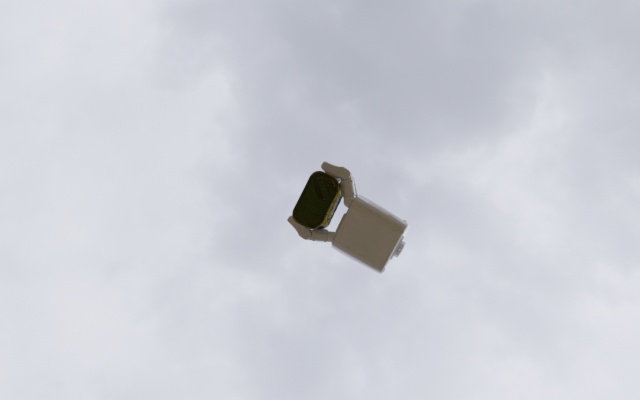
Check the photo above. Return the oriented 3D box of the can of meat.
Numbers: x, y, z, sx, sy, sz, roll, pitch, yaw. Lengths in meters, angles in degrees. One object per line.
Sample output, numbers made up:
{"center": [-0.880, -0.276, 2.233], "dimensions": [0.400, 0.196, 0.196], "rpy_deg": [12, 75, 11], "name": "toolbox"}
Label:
{"center": [0.000, 0.003, 0.875], "dimensions": [0.057, 0.102, 0.084], "rpy_deg": [27, 1, 14], "name": "can of meat"}
